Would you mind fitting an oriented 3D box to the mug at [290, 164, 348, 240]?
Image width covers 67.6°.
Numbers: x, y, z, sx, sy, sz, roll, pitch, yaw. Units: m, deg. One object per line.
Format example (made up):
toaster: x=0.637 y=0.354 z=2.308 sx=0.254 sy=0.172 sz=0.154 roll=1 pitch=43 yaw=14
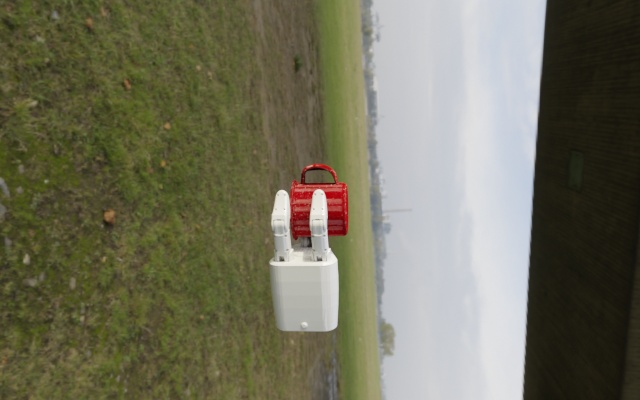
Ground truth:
mug: x=0.000 y=0.001 z=0.725 sx=0.081 sy=0.117 sz=0.093 roll=-1 pitch=13 yaw=6
